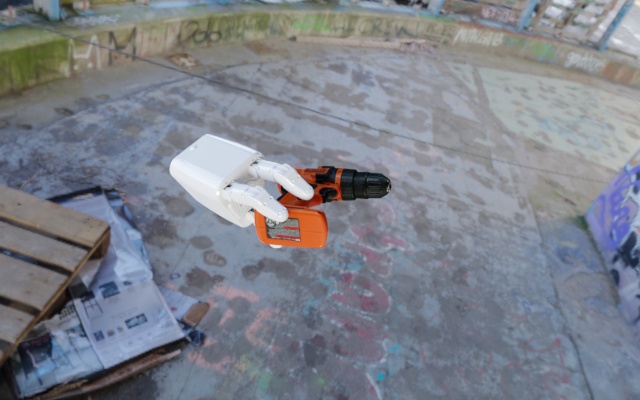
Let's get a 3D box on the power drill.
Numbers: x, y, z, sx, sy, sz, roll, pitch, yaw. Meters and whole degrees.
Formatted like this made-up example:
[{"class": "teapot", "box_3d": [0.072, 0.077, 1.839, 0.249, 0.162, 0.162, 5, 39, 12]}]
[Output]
[{"class": "power drill", "box_3d": [0.000, 0.002, 0.701, 0.184, 0.057, 0.187, 1, 23, 19]}]
